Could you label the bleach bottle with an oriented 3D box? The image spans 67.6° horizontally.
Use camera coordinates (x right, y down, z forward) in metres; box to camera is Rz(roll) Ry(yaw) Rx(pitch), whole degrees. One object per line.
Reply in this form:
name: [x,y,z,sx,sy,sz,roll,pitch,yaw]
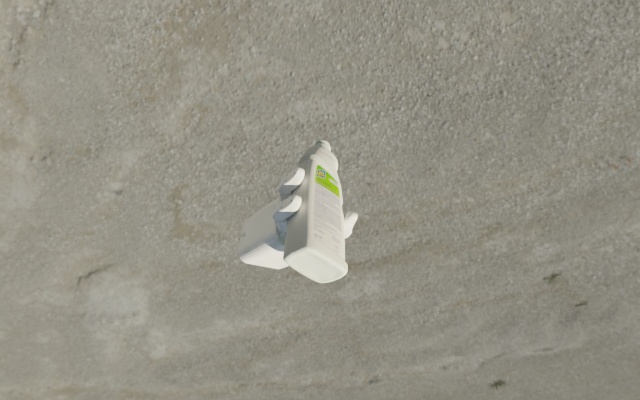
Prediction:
bleach bottle: [0.000,0.003,0.791,0.068,0.250,0.103,-28,-49,35]
